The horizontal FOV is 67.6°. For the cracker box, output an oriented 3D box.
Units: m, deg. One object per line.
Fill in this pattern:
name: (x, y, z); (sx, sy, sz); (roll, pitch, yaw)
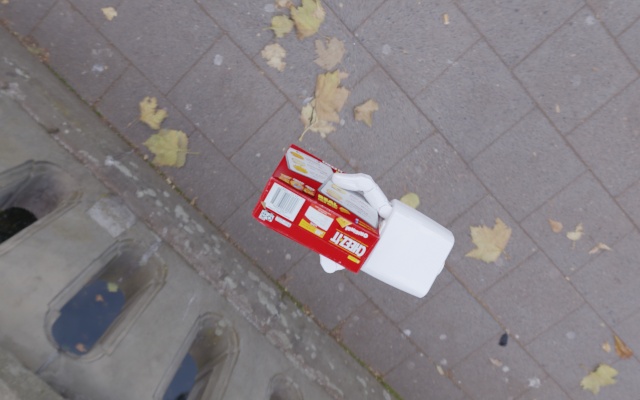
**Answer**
cracker box: (0.000, 0.002, 0.714); (0.164, 0.072, 0.213); (29, 18, -6)
